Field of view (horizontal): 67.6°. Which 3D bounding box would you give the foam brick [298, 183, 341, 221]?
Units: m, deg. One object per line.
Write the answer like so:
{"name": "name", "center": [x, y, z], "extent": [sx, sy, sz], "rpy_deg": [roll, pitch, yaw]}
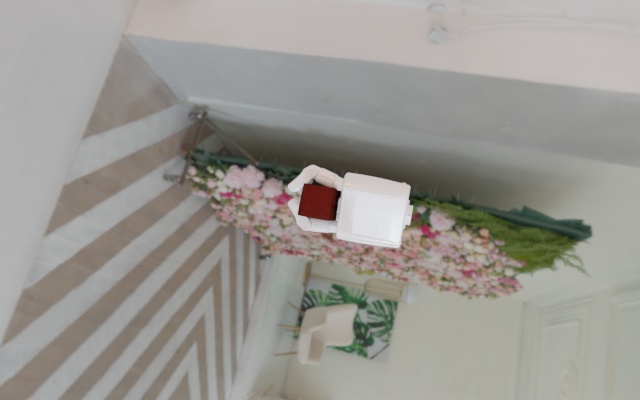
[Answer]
{"name": "foam brick", "center": [0.000, 0.003, 0.775], "extent": [0.051, 0.053, 0.078], "rpy_deg": [11, 2, 11]}
